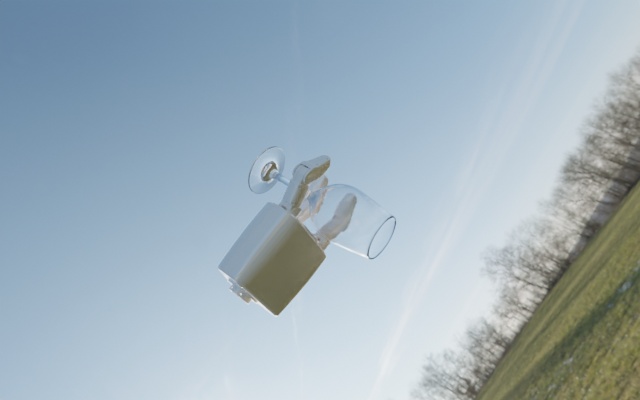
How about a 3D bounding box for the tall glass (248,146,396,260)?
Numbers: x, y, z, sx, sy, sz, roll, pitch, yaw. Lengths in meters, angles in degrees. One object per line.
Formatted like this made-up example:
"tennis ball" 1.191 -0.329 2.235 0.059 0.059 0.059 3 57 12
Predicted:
"tall glass" 0.000 0.002 0.636 0.201 0.079 0.079 30 14 27
